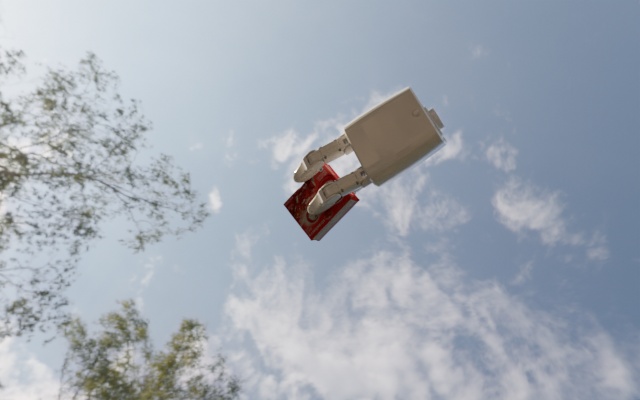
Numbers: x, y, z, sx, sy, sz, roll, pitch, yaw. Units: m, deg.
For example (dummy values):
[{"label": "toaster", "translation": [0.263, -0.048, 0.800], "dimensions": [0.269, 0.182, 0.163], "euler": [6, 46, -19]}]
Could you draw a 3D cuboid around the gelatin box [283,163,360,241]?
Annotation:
[{"label": "gelatin box", "translation": [0.000, 0.003, 0.687], "dimensions": [0.089, 0.073, 0.030], "euler": [-47, -25, 15]}]
